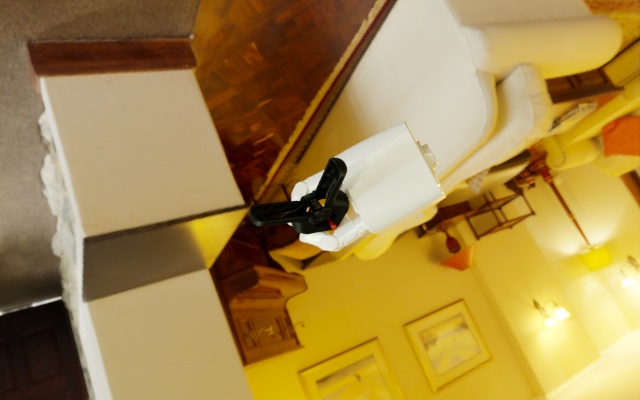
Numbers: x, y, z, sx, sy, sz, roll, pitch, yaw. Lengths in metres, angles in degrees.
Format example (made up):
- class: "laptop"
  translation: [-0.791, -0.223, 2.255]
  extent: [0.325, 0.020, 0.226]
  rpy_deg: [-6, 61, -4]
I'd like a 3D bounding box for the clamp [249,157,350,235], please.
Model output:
- class: "clamp"
  translation: [0.000, 0.003, 0.580]
  extent: [0.120, 0.039, 0.171]
  rpy_deg: [-28, -17, 16]
